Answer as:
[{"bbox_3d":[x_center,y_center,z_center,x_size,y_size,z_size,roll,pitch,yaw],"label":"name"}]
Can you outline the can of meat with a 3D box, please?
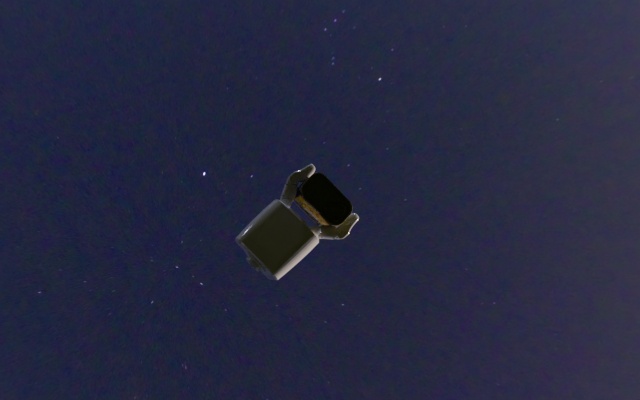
[{"bbox_3d":[0.000,0.003,0.899,0.057,0.102,0.084,-47,7,-18],"label":"can of meat"}]
